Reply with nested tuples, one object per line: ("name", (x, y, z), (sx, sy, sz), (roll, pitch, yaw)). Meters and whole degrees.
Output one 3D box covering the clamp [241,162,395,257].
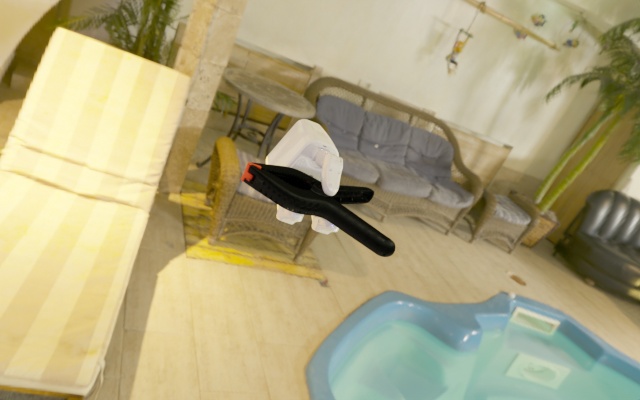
("clamp", (0.000, 0.001, 0.629), (0.210, 0.036, 0.164), (17, 24, -21))
